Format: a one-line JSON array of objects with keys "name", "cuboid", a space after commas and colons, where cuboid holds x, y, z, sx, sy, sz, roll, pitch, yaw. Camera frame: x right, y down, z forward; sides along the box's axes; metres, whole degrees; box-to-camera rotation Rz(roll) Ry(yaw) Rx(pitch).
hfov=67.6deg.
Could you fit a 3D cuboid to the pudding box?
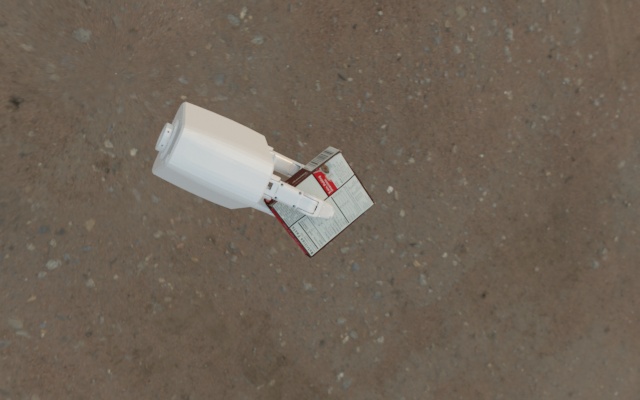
[{"name": "pudding box", "cuboid": [0.000, 0.002, 0.596, 0.113, 0.090, 0.039, -39, 23, -8]}]
